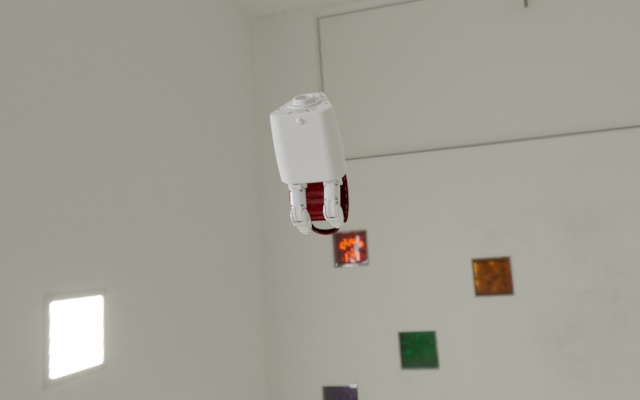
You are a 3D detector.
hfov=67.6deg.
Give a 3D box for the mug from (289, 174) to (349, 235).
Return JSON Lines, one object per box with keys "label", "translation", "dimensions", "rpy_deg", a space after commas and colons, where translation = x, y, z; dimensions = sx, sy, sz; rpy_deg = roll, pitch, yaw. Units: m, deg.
{"label": "mug", "translation": [0.000, 0.004, 0.773], "dimensions": [0.081, 0.117, 0.093], "rpy_deg": [-4, 26, 12]}
